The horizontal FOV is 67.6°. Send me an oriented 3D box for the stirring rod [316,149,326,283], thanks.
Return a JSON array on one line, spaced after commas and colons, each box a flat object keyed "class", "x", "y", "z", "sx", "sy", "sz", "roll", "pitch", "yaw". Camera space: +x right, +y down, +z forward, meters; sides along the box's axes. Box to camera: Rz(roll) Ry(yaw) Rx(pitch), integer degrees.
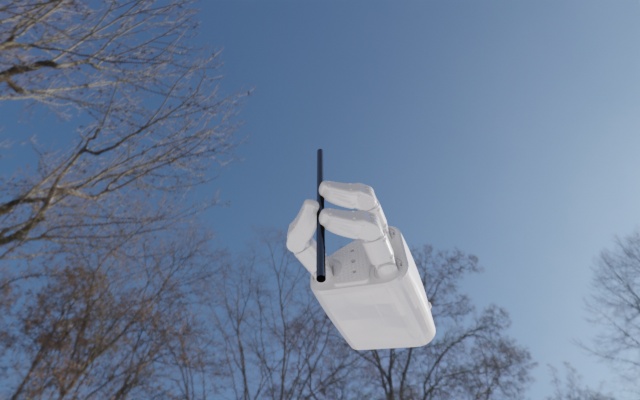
[{"class": "stirring rod", "x": 0.000, "y": 0.002, "z": 0.493, "sx": 0.011, "sy": 0.011, "sz": 0.239, "roll": 0, "pitch": 31, "yaw": 0}]
